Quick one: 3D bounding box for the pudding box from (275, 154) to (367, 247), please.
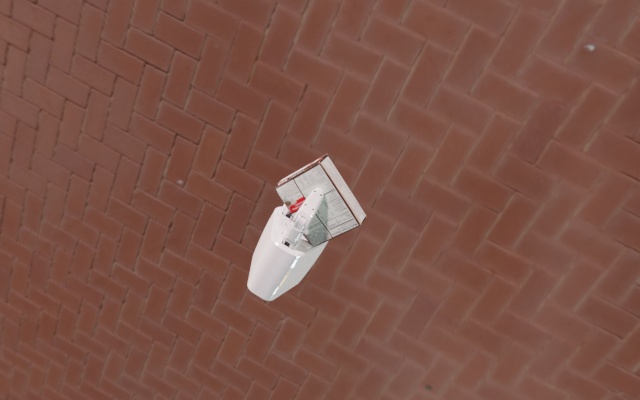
[{"bbox_3d":[0.000,0.002,0.700,0.090,0.113,0.039,-27,13,28],"label":"pudding box"}]
